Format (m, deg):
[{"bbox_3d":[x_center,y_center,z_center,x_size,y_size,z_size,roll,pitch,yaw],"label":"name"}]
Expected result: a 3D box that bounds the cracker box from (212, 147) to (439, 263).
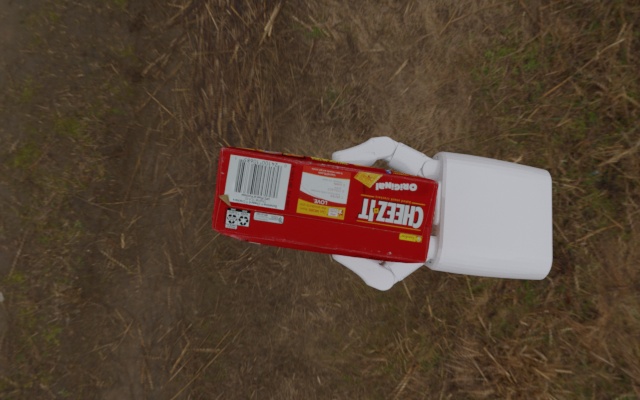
[{"bbox_3d":[0.000,0.001,0.452,0.164,0.072,0.213,8,1,-2],"label":"cracker box"}]
